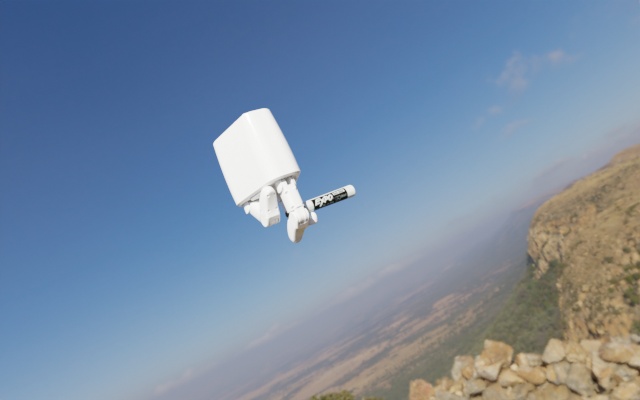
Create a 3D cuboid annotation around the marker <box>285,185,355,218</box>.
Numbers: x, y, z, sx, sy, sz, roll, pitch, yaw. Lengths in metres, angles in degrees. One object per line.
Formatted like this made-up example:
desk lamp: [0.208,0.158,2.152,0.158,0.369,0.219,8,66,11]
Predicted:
marker: [0.000,0.002,0.705,0.121,0.020,0.020,-20,11,-32]
